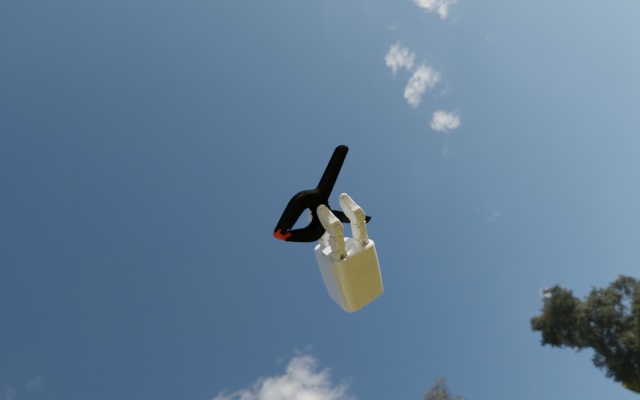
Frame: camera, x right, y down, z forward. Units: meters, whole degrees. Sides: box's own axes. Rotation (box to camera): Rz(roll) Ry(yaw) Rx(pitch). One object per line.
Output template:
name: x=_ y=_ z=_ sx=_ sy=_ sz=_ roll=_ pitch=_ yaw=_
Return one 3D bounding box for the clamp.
clamp: x=-0.001 y=0.003 z=0.859 sx=0.210 sy=0.164 sz=0.036 roll=-27 pitch=21 yaw=-33
